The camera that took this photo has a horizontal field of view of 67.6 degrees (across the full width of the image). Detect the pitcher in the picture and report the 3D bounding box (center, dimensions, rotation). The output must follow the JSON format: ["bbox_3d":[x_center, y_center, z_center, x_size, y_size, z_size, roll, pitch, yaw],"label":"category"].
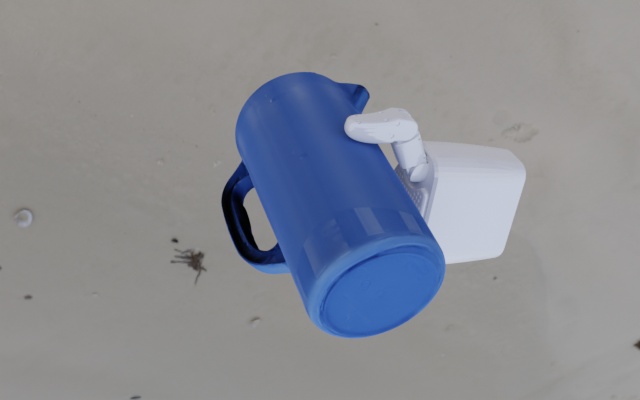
[{"bbox_3d":[0.000,0.001,0.428,0.145,0.149,0.242,0,38,-21],"label":"pitcher"}]
